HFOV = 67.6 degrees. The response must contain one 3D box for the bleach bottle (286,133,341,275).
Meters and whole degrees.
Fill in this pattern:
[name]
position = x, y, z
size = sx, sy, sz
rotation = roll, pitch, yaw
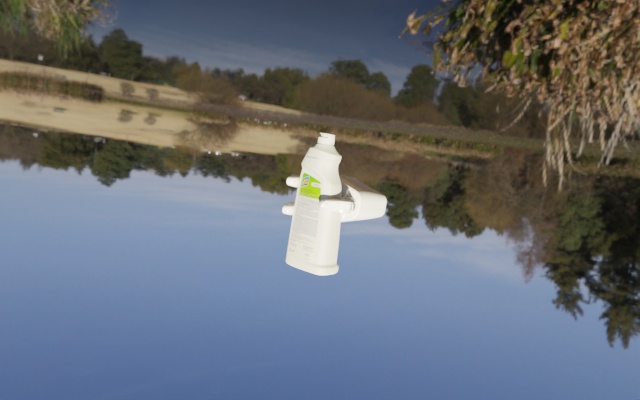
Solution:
[bleach bottle]
position = 0.000, 0.003, 0.881
size = 0.102, 0.251, 0.068
rotation = 13, 7, 38
